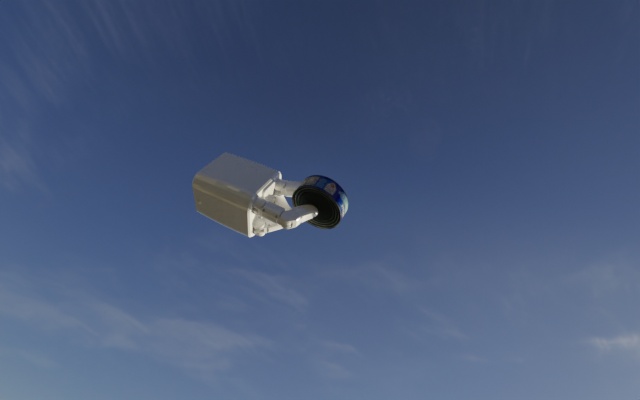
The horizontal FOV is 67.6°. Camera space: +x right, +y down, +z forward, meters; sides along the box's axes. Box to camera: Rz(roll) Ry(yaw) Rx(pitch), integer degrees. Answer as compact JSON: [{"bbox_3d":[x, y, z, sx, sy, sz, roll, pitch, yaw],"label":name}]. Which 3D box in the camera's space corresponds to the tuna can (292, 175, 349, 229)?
[{"bbox_3d":[0.000,0.002,0.749,0.086,0.086,0.033,0,39,35],"label":"tuna can"}]
